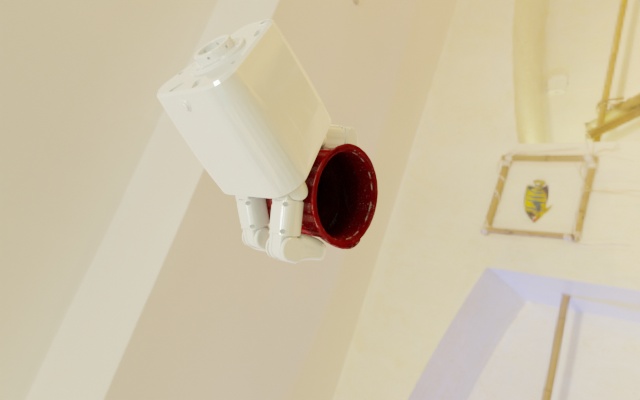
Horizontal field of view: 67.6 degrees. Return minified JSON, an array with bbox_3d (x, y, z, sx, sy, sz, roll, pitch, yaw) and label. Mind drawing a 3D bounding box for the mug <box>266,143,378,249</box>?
[{"bbox_3d":[0.001,0.002,0.462,0.081,0.117,0.093,6,47,42],"label":"mug"}]
